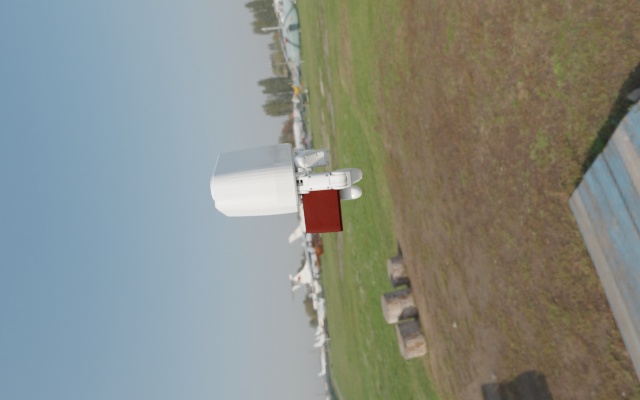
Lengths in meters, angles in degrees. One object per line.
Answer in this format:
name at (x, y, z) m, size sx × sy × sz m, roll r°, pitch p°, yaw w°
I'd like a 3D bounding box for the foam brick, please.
foam brick at (0.000, 0.002, 0.659) m, size 0.051 × 0.078 × 0.053 m, roll -6°, pitch 9°, yaw -3°
